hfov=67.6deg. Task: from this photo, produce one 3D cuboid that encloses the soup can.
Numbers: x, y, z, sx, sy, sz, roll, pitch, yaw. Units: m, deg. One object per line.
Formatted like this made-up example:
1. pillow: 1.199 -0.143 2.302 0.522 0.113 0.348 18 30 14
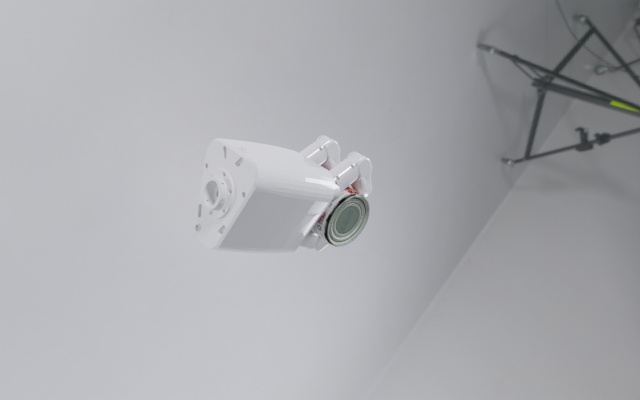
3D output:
1. soup can: 0.001 0.002 0.567 0.068 0.068 0.102 0 25 -45
